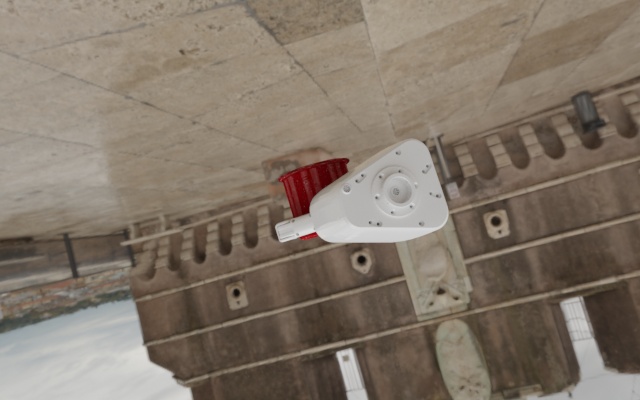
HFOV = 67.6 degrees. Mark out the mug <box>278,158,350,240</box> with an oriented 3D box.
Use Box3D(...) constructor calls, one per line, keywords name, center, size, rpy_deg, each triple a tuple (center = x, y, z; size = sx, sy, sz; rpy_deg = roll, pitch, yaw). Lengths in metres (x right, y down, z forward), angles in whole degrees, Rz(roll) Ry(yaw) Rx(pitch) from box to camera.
Box3D(name="mug", center=(0.000, 0.002, 0.605), size=(0.093, 0.081, 0.117), rpy_deg=(-15, -5, -14))
